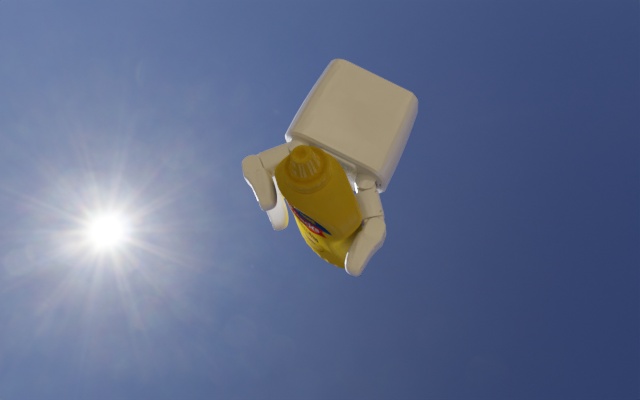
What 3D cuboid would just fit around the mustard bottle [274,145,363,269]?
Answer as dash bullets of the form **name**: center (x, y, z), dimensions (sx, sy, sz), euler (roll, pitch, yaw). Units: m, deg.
- **mustard bottle**: center (0.000, 0.002, 0.469), dimensions (0.058, 0.096, 0.192), euler (-40, -25, -9)
